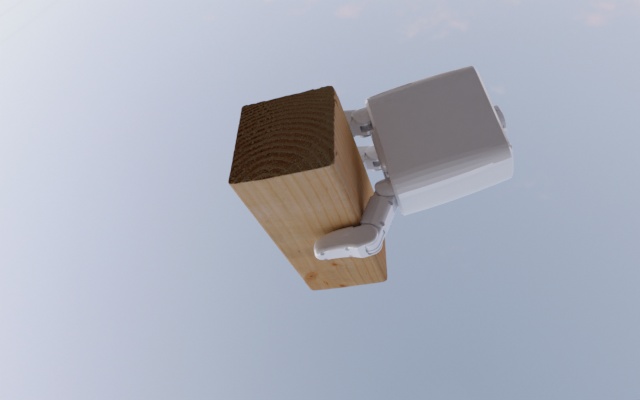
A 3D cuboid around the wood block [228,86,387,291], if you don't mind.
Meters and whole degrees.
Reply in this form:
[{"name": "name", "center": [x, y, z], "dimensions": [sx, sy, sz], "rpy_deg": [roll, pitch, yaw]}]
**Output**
[{"name": "wood block", "center": [0.000, 0.002, 0.469], "dimensions": [0.090, 0.090, 0.206], "rpy_deg": [-10, -37, 15]}]
